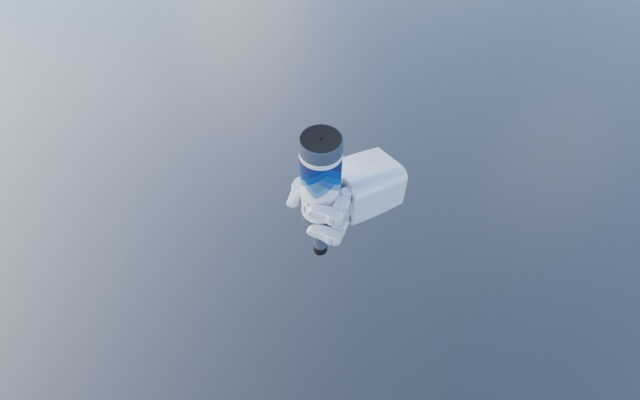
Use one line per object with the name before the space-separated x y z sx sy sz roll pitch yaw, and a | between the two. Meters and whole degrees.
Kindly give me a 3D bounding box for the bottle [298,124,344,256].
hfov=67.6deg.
bottle | 0.000 0.003 0.813 0.069 0.069 0.296 0 -39 0
